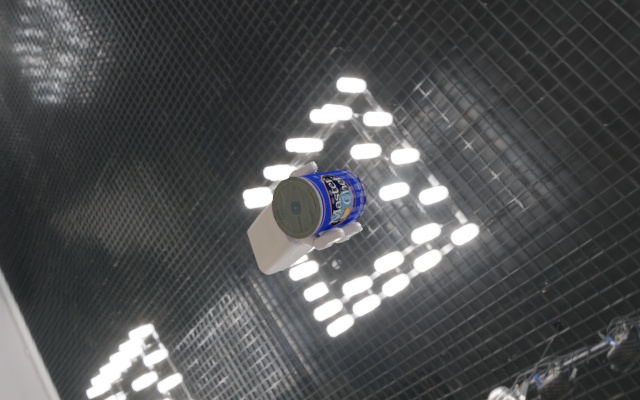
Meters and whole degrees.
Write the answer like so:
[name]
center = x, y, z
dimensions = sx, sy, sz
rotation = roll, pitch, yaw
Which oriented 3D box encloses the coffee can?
[coffee can]
center = 0.000, 0.003, 0.824
dimensions = 0.103, 0.103, 0.140
rotation = 0, 8, 37
